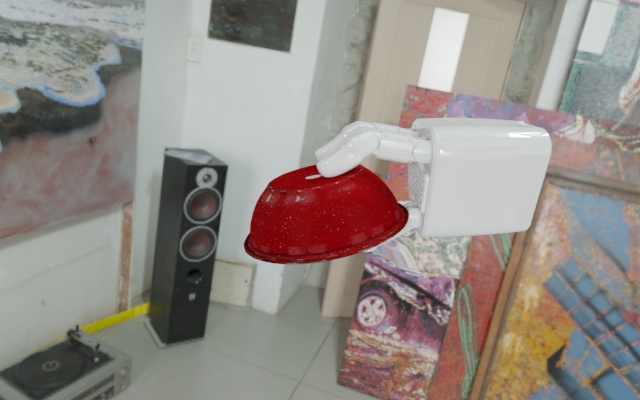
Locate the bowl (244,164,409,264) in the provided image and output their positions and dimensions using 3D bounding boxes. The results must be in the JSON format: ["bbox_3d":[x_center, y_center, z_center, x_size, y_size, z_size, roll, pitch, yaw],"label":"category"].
[{"bbox_3d":[-0.001,0.001,0.455,0.162,0.055,0.162,-11,17,3],"label":"bowl"}]
